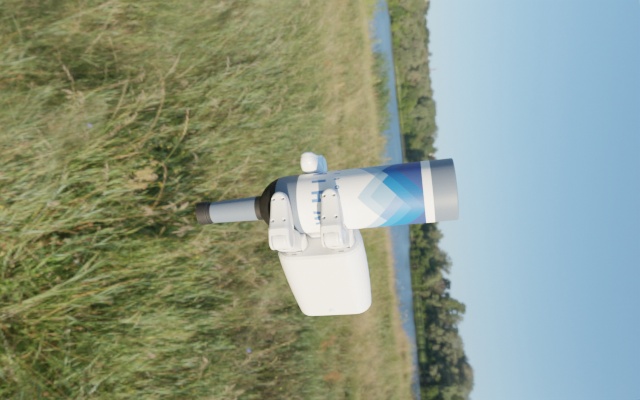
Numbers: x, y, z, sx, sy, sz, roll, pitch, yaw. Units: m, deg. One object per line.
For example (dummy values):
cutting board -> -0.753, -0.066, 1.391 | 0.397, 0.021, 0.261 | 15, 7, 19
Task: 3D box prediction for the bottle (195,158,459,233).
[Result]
bottle -> 0.000, 0.002, 0.538 | 0.296, 0.069, 0.069 | -6, -1, 12
